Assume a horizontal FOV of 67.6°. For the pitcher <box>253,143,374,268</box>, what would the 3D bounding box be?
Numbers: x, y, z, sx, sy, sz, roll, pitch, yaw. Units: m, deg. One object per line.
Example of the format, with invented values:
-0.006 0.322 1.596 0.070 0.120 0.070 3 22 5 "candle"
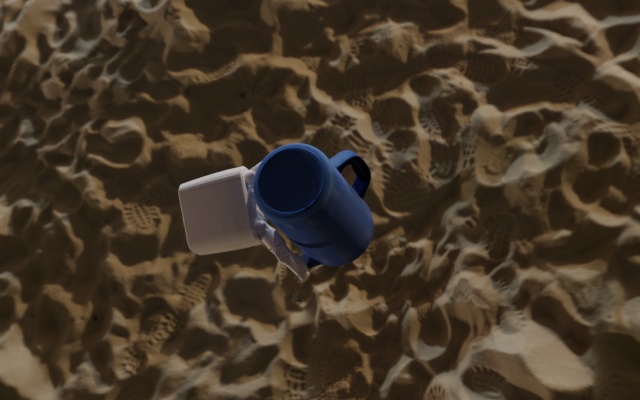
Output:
0.000 0.002 0.700 0.145 0.149 0.243 -11 -20 12 "pitcher"
